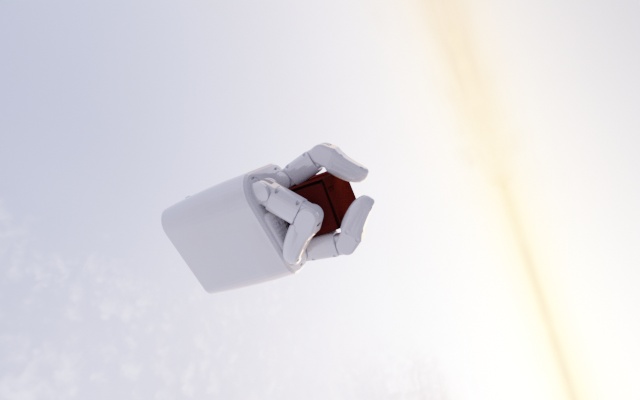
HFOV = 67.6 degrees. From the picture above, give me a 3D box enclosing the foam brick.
[{"bbox_3d":[0.000,0.002,0.488,0.051,0.053,0.078,-19,6,21],"label":"foam brick"}]
